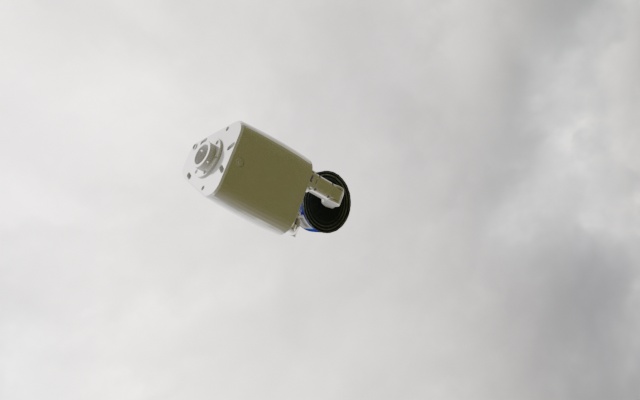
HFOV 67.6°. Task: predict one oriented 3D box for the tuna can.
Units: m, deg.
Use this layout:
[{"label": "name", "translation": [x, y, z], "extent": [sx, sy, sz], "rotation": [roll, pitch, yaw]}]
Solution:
[{"label": "tuna can", "translation": [0.000, 0.002, 0.662], "extent": [0.086, 0.086, 0.034], "rotation": [0, -1, -40]}]
